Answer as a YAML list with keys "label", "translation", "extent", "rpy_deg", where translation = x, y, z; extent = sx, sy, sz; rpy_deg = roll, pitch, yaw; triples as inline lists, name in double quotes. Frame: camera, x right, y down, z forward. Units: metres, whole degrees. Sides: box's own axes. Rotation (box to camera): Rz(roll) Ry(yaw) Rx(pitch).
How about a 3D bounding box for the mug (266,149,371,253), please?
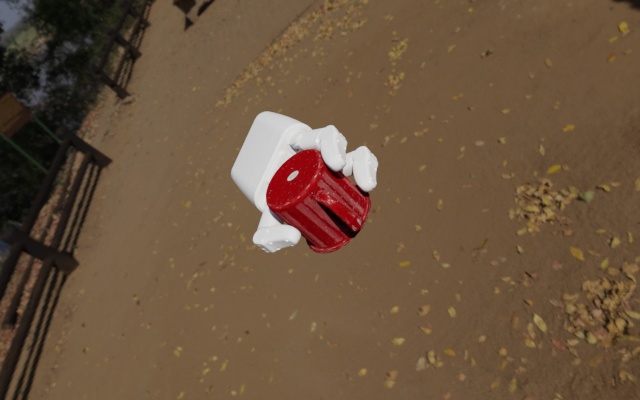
- label: "mug"
  translation: [0.001, 0.002, 0.512]
  extent: [0.081, 0.093, 0.117]
  rpy_deg: [42, -4, -33]
